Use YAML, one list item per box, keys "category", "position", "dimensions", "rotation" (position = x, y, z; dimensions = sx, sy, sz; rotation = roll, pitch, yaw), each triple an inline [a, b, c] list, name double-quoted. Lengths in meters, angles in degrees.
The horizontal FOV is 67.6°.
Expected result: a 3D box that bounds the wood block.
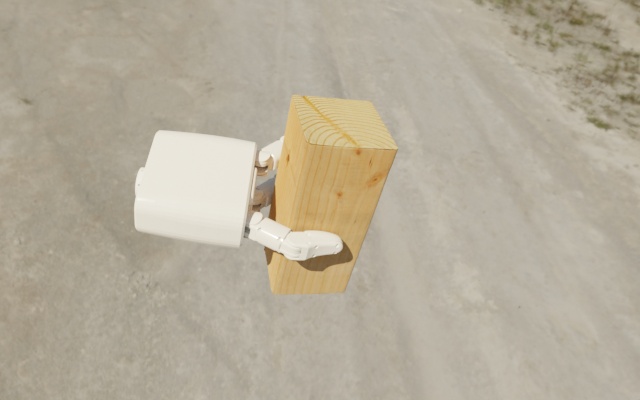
- category: "wood block"
  position: [0.000, 0.002, 0.521]
  dimensions: [0.090, 0.206, 0.090]
  rotation: [2, 40, -17]
